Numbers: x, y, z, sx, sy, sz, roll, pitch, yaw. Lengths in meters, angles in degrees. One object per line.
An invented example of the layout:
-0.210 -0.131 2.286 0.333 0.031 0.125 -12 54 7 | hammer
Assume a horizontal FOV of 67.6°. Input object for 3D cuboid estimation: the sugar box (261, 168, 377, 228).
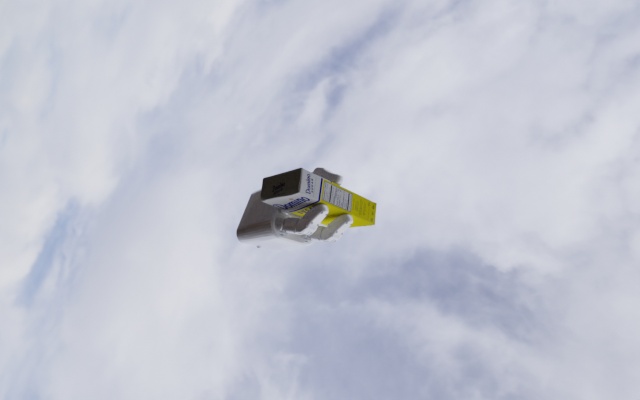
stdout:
0.000 0.003 0.764 0.176 0.048 0.093 19 -21 -41 | sugar box
